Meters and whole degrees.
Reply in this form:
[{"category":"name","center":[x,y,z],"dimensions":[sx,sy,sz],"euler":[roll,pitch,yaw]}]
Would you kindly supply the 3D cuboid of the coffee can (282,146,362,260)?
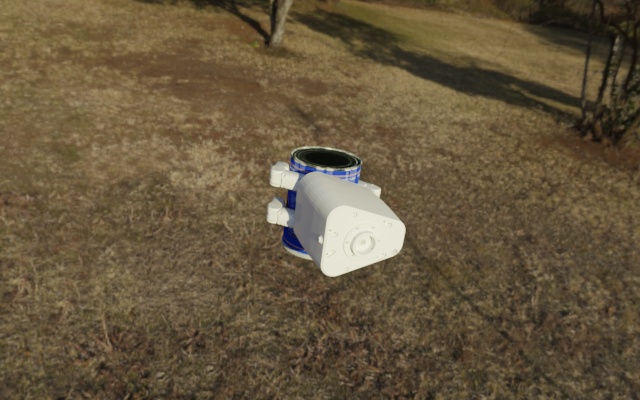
[{"category":"coffee can","center":[0.000,0.002,0.699],"dimensions":[0.103,0.140,0.102],"euler":[6,22,-3]}]
